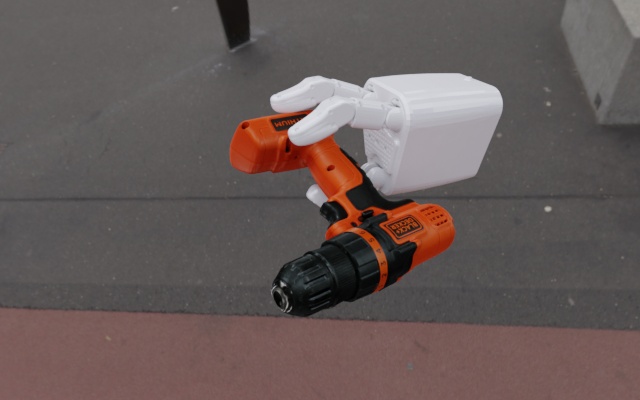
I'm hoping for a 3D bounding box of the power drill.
[{"bbox_3d":[0.000,0.001,0.411,0.184,0.057,0.187,-16,53,-39],"label":"power drill"}]
